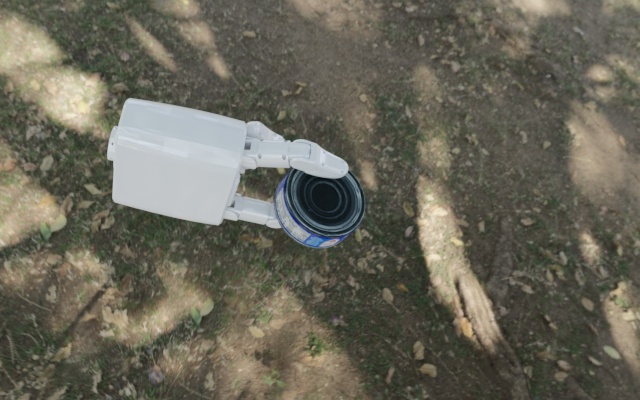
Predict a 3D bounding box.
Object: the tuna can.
[{"bbox_3d":[0.000,0.001,0.466,0.086,0.086,0.034,0,-23,-25],"label":"tuna can"}]
